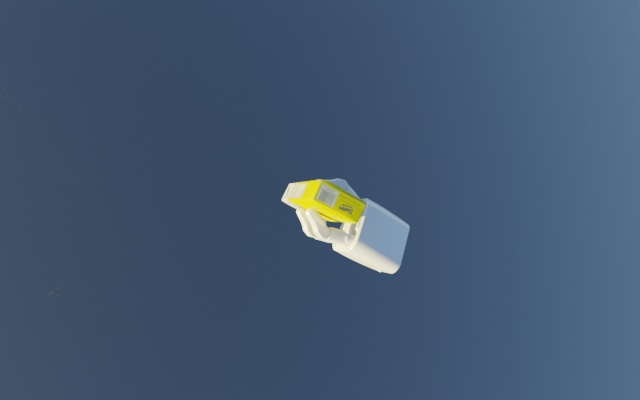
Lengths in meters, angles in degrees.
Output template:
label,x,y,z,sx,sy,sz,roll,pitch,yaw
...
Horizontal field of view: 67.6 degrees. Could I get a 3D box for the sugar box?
label,x,y,z,sx,sy,sz,roll,pitch,yaw
sugar box,0.000,0.003,0.864,0.093,0.048,0.176,29,-13,-18
